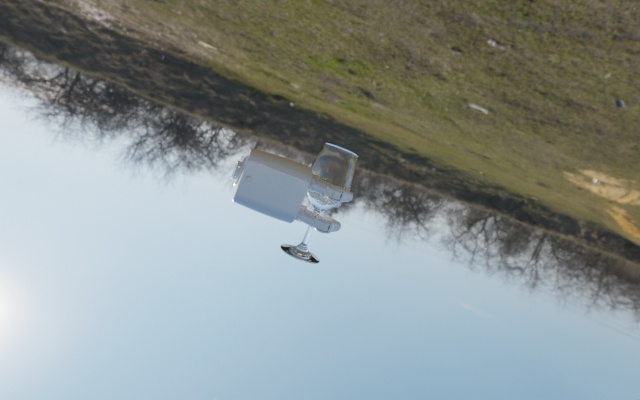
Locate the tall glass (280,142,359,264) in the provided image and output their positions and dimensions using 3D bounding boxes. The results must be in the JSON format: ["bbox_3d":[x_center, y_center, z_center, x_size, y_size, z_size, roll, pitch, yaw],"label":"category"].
[{"bbox_3d":[0.000,0.003,0.825,0.079,0.201,0.079,22,8,-3],"label":"tall glass"}]
